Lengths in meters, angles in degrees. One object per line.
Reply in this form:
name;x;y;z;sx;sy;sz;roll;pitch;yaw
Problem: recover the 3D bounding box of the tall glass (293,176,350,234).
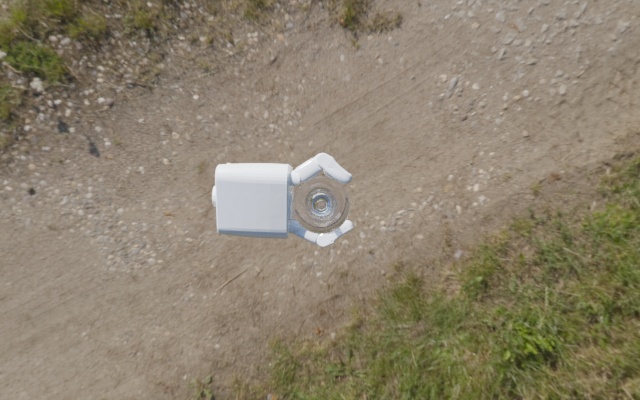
tall glass;0.000;0.002;0.711;0.079;0.079;0.201;0;2;0
